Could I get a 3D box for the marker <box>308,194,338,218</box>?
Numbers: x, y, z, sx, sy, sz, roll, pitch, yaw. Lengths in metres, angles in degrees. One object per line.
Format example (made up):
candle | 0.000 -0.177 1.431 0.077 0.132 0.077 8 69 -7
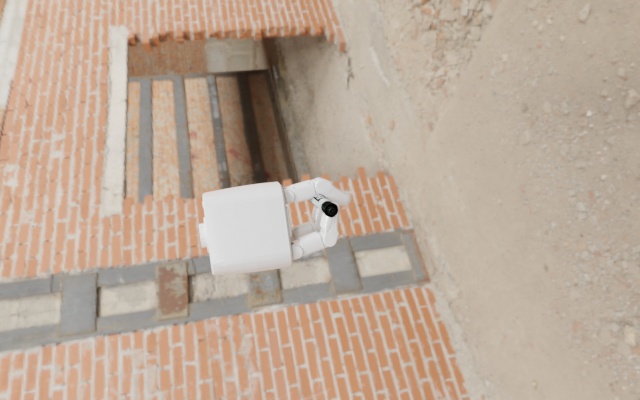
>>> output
marker | 0.000 0.002 0.649 0.020 0.020 0.121 0 11 -14
